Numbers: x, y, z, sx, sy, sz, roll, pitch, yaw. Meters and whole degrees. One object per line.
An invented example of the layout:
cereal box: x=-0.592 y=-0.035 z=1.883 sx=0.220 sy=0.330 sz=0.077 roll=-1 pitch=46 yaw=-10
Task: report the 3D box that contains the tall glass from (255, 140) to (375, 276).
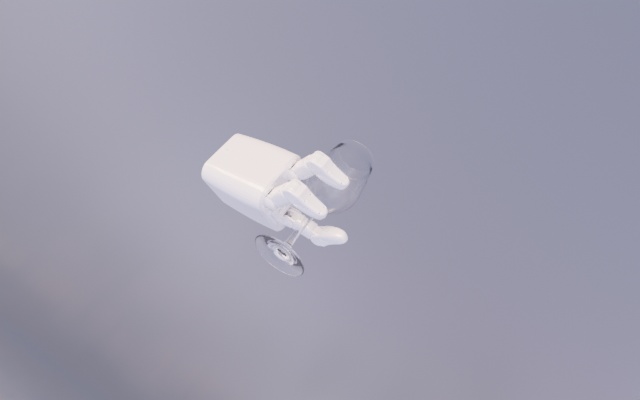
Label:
tall glass: x=0.000 y=0.003 z=0.645 sx=0.079 sy=0.079 sz=0.201 roll=0 pitch=42 yaw=45
